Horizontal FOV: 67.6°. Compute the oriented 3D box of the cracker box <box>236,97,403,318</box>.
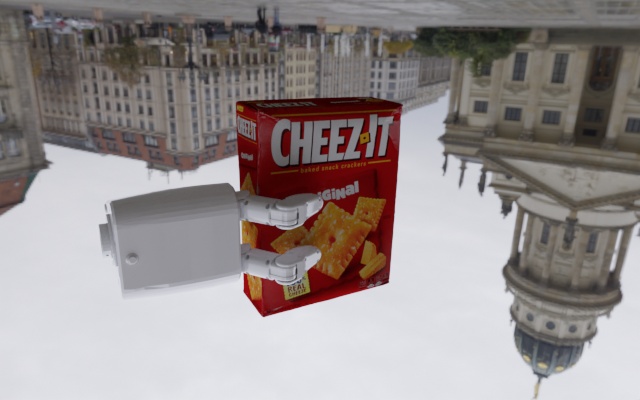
[{"bbox_3d":[0.000,0.002,0.513,0.164,0.214,0.072,-8,21,-27],"label":"cracker box"}]
